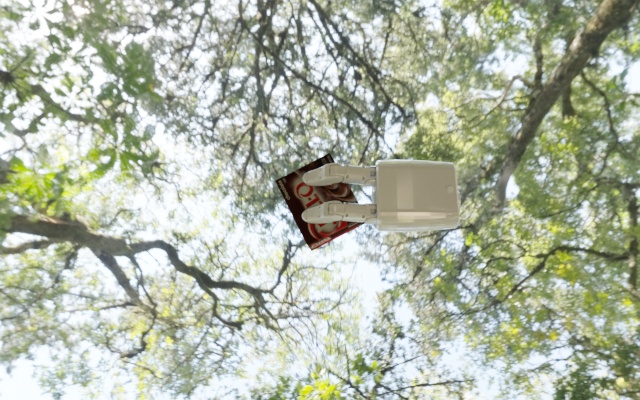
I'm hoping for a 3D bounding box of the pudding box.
[{"bbox_3d":[0.000,0.002,0.678,0.090,0.113,0.039,-27,-23,-3],"label":"pudding box"}]
